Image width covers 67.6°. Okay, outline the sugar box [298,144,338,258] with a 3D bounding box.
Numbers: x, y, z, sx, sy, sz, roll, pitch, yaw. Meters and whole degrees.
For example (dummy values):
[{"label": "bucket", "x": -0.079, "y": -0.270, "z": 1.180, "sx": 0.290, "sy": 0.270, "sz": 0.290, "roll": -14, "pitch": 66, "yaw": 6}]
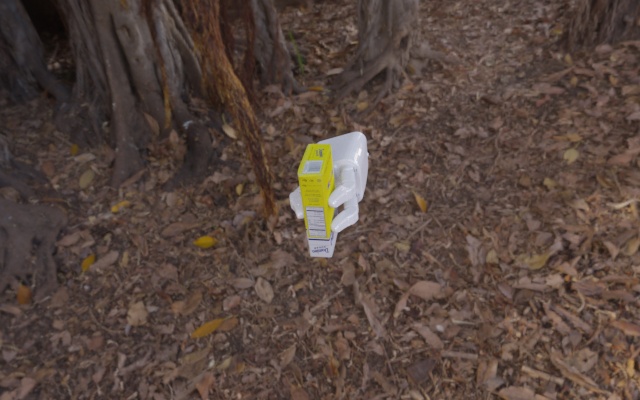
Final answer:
[{"label": "sugar box", "x": 0.001, "y": 0.002, "z": 0.810, "sx": 0.048, "sy": 0.176, "sz": 0.093, "roll": 0, "pitch": 38, "yaw": 13}]
